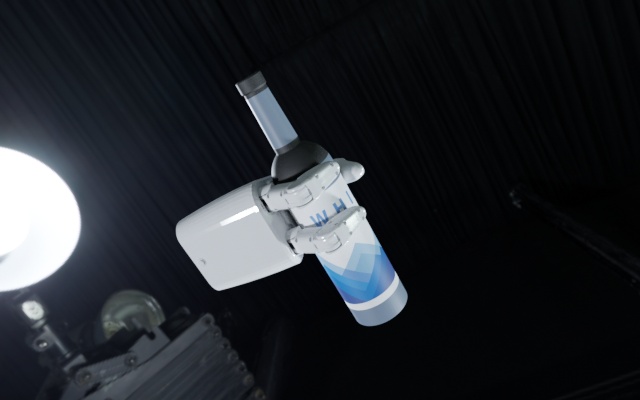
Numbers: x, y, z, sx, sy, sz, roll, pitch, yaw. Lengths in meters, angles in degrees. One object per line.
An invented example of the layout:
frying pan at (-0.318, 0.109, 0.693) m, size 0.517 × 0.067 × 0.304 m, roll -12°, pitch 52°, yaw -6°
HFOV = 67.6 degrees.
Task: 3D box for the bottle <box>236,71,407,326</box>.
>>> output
bottle at (0.000, 0.002, 0.507) m, size 0.069 × 0.296 × 0.069 m, roll -27°, pitch 19°, yaw 10°
